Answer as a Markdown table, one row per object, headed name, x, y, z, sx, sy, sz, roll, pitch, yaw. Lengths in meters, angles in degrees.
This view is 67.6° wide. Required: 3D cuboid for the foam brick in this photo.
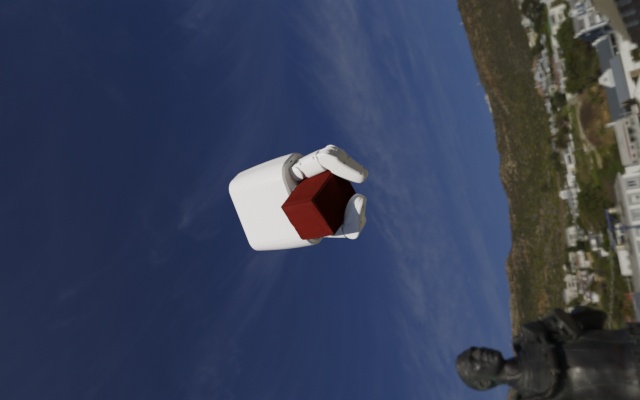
| name | x | y | z | sx | sy | sz | roll | pitch | yaw |
| --- | --- | --- | --- | --- | --- | --- | --- | --- | --- |
| foam brick | 0.000 | 0.002 | 0.570 | 0.051 | 0.053 | 0.078 | -13 | 28 | 37 |
